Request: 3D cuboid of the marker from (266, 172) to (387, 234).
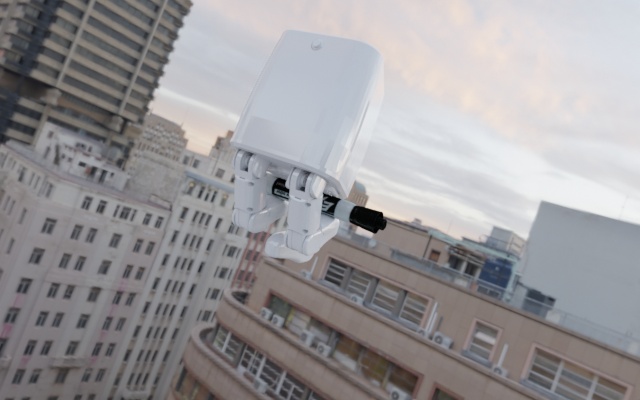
[{"bbox_3d":[0.000,0.001,0.405,0.121,0.020,0.020,20,9,27],"label":"marker"}]
